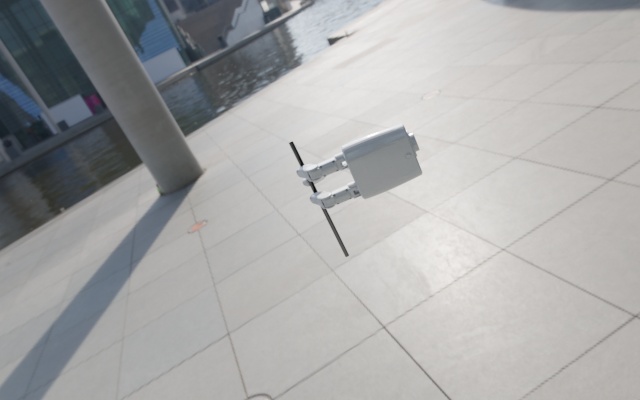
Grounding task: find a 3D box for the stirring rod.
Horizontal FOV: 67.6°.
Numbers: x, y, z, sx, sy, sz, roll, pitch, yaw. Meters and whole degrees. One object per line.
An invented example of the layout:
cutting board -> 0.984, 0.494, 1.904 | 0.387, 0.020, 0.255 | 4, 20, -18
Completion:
stirring rod -> 0.000, 0.003, 0.846 | 0.011, 0.240, 0.011 | -23, 22, 10
